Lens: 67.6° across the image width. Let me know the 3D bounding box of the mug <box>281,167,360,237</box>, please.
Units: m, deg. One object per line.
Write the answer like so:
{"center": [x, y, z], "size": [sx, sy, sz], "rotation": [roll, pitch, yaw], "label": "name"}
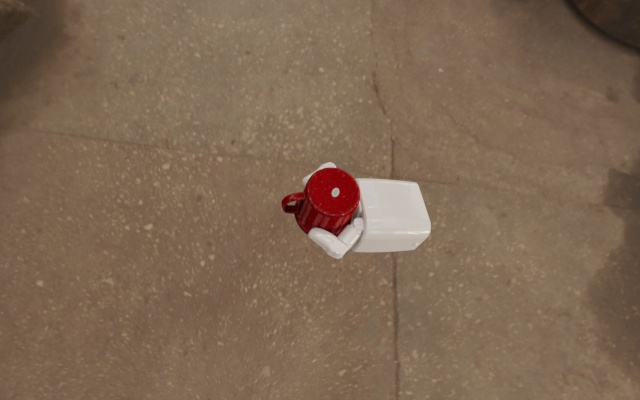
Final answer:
{"center": [-0.001, 0.002, 0.715], "size": [0.117, 0.093, 0.081], "rotation": [1, -25, -11], "label": "mug"}
